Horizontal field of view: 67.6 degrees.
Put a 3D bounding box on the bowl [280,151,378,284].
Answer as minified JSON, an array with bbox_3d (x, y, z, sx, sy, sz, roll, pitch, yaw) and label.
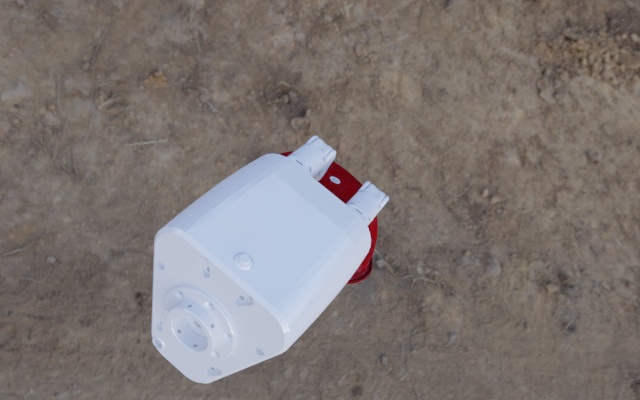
[{"bbox_3d":[0.000,0.001,0.460,0.162,0.055,0.162,31,23,-15],"label":"bowl"}]
